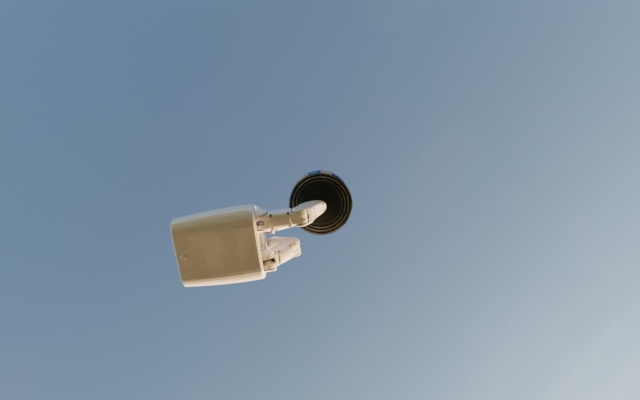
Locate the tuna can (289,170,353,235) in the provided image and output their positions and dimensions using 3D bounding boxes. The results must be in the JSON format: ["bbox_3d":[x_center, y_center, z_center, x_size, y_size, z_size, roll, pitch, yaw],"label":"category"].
[{"bbox_3d":[0.000,0.002,0.658,0.086,0.086,0.033,0,12,-1],"label":"tuna can"}]
